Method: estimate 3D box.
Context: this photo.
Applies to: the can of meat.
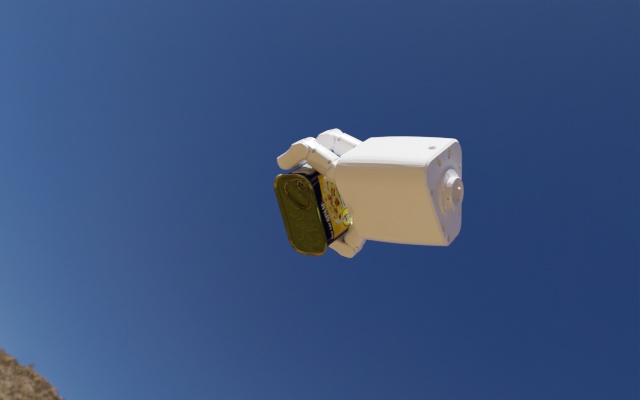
[{"bbox_3d":[0.000,0.002,0.575,0.057,0.102,0.084,1,24,40],"label":"can of meat"}]
